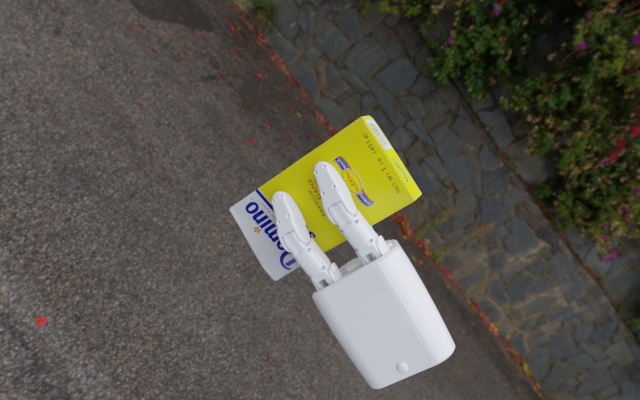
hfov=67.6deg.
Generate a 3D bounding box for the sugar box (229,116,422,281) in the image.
[{"bbox_3d":[0.000,0.002,0.479,0.176,0.093,0.048,-33,-3,22],"label":"sugar box"}]
